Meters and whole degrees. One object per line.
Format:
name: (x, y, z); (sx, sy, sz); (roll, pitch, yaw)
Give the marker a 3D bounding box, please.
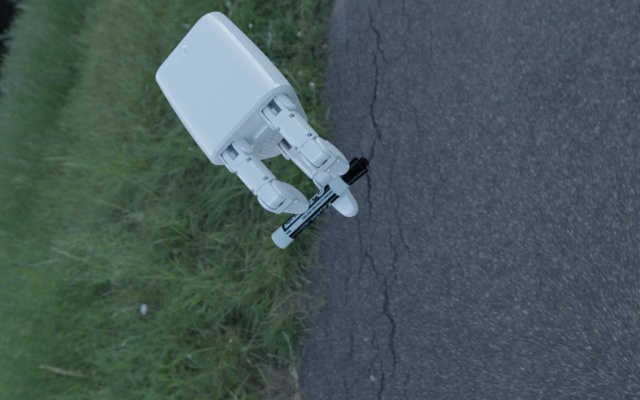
marker: (0.000, 0.002, 0.464); (0.121, 0.020, 0.020); (-43, -13, 15)
